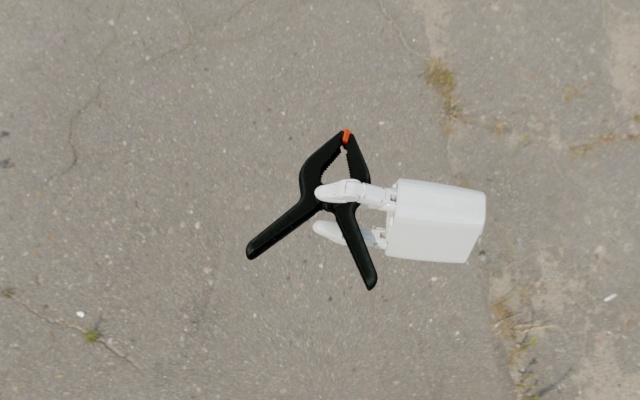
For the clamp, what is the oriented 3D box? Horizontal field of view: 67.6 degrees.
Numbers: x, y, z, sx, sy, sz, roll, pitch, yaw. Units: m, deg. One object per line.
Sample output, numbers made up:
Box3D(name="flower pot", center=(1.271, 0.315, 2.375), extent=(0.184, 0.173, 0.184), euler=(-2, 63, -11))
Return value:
Box3D(name="clamp", center=(0.000, 0.001, 0.612), extent=(0.164, 0.210, 0.036), euler=(7, -22, 4))
